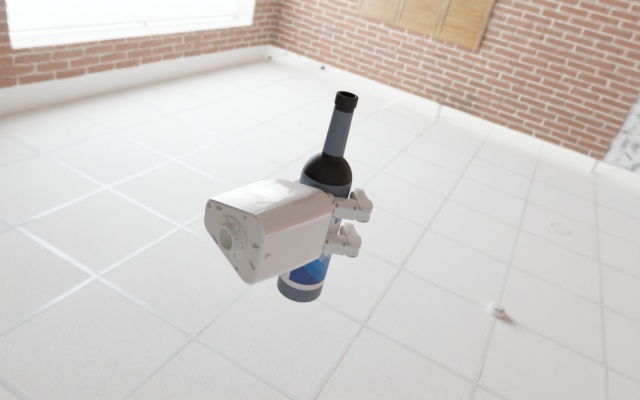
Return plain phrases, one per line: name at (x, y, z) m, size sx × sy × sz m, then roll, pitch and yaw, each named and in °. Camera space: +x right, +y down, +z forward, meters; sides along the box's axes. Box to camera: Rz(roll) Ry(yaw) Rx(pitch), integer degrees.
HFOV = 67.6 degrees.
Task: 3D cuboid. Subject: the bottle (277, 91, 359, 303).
bottle at (0.000, 0.002, 0.623) m, size 0.069 × 0.296 × 0.069 m, roll 11°, pitch 30°, yaw -6°
